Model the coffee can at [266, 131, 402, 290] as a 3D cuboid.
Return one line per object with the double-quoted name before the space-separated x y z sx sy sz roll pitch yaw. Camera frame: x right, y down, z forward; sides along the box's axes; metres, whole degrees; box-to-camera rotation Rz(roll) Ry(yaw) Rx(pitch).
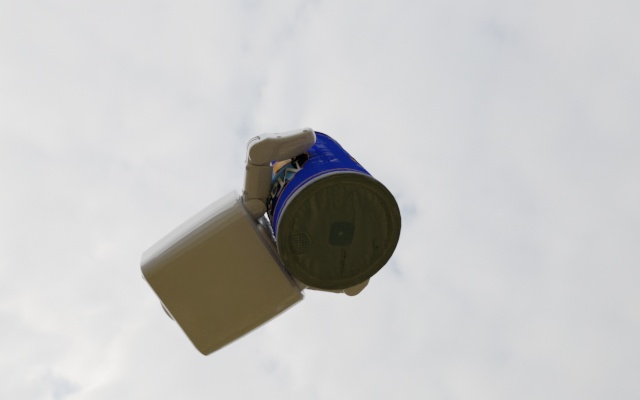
"coffee can" 0.000 0.001 0.439 0.103 0.103 0.140 0 22 -15
